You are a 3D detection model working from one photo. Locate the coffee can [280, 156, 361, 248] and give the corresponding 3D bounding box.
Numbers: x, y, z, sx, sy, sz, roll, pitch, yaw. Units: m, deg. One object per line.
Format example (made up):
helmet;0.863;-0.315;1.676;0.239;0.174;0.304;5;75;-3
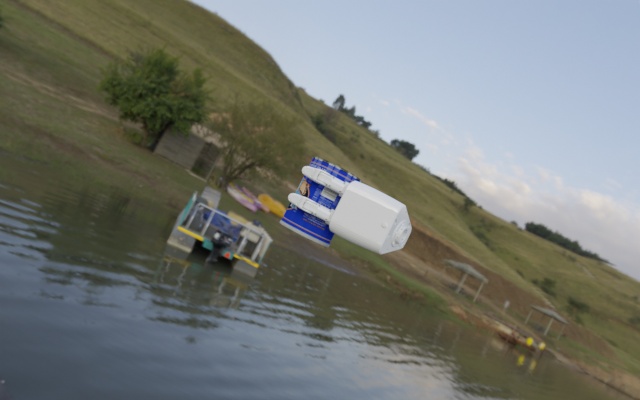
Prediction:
coffee can;0.000;0.003;0.895;0.103;0.140;0.103;27;-1;1
